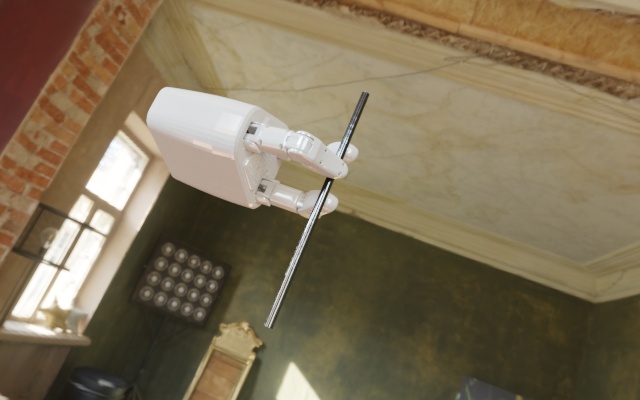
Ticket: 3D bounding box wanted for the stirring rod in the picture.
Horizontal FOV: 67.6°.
[{"bbox_3d":[0.000,0.001,0.440,0.011,0.239,0.011,21,-16,6],"label":"stirring rod"}]
